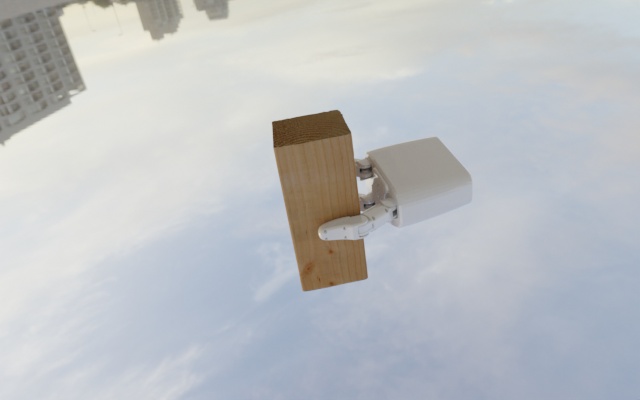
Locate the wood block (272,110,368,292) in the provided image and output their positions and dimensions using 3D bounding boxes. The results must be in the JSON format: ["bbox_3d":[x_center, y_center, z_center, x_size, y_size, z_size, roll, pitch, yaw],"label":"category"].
[{"bbox_3d":[0.001,0.002,0.611,0.090,0.206,0.090,-11,29,-2],"label":"wood block"}]
